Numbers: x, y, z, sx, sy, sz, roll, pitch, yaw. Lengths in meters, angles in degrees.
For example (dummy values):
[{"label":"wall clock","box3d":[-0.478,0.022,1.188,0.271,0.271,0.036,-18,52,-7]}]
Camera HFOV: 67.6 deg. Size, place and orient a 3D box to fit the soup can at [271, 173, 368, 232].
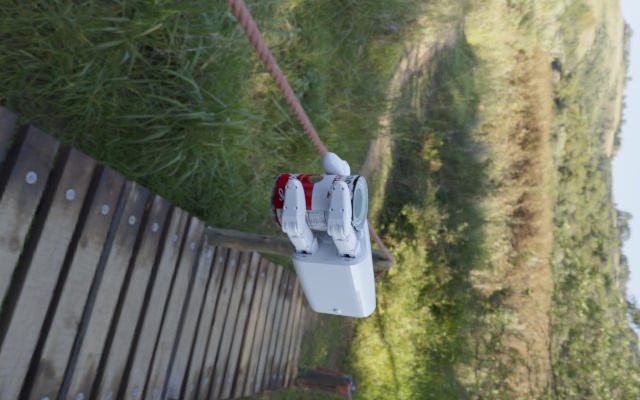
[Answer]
[{"label":"soup can","box3d":[0.000,0.001,0.577,0.102,0.068,0.068,3,1,20]}]
